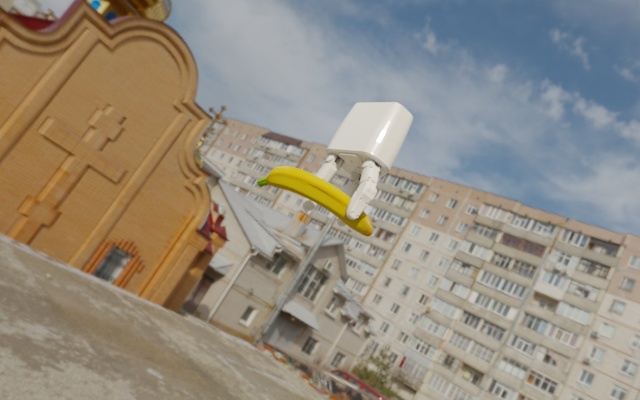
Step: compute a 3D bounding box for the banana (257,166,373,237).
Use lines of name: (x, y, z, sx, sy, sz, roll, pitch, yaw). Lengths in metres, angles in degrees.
banana: (0.001, -0.005, 0.727, 0.198, 0.037, 0.070, 27, -22, -1)
